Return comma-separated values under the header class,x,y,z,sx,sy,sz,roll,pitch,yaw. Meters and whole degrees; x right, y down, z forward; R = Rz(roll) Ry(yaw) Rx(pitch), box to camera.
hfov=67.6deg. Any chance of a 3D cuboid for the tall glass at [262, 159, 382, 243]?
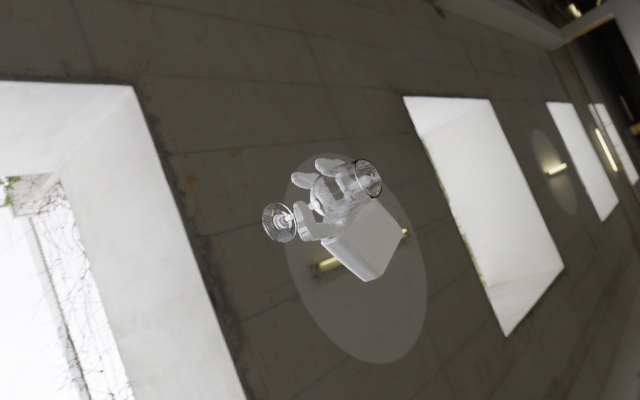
class,x,y,z,sx,sy,sz,roll,pitch,yaw
tall glass,0.000,0.003,0.750,0.201,0.079,0.079,-27,-18,38
